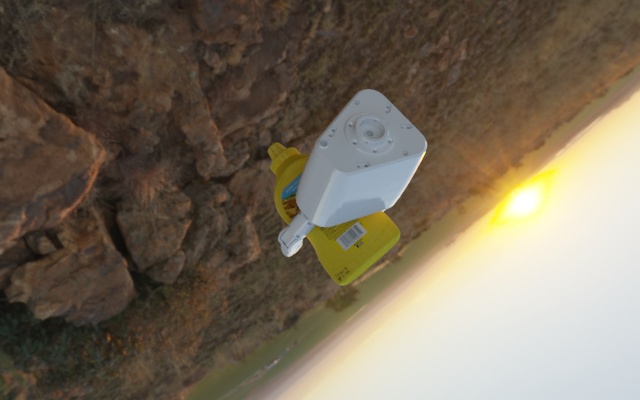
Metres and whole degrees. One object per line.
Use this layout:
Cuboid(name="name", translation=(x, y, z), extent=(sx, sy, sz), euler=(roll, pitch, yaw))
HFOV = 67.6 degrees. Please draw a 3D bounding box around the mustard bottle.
Cuboid(name="mustard bottle", translation=(0.000, 0.002, 0.578), extent=(0.096, 0.191, 0.058), euler=(-40, -15, -2))
